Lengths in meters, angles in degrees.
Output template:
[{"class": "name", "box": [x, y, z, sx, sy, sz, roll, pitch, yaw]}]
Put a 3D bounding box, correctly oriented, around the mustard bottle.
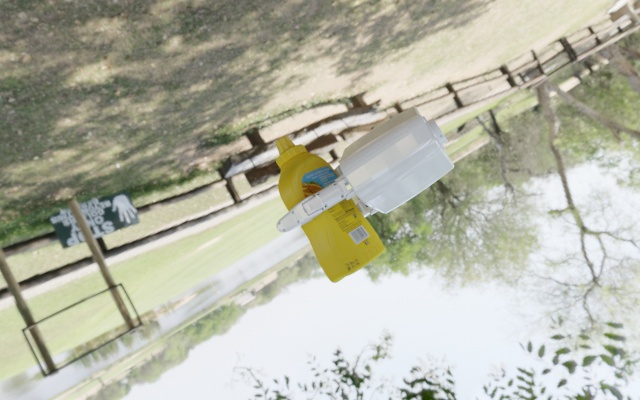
[{"class": "mustard bottle", "box": [0.000, 0.002, 0.601, 0.058, 0.191, 0.096, -37, -8, 40]}]
